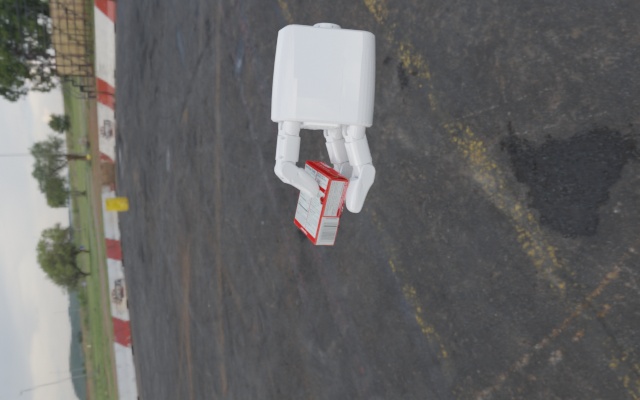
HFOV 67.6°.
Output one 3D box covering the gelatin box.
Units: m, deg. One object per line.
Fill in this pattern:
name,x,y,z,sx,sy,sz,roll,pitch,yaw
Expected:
gelatin box,0.000,0.002,0.601,0.030,0.089,0.073,5,18,-27
